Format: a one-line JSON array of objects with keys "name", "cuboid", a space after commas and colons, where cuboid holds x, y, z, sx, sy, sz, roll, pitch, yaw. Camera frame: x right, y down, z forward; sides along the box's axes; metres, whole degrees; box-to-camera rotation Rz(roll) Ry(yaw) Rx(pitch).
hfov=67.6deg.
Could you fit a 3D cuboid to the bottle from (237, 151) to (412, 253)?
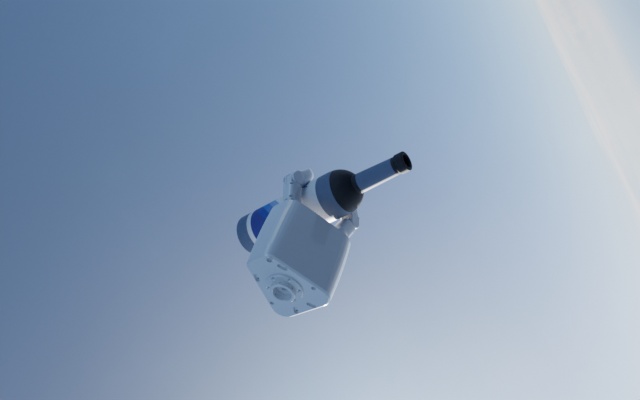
[{"name": "bottle", "cuboid": [0.000, 0.002, 0.697, 0.296, 0.069, 0.069, -26, -15, 33]}]
